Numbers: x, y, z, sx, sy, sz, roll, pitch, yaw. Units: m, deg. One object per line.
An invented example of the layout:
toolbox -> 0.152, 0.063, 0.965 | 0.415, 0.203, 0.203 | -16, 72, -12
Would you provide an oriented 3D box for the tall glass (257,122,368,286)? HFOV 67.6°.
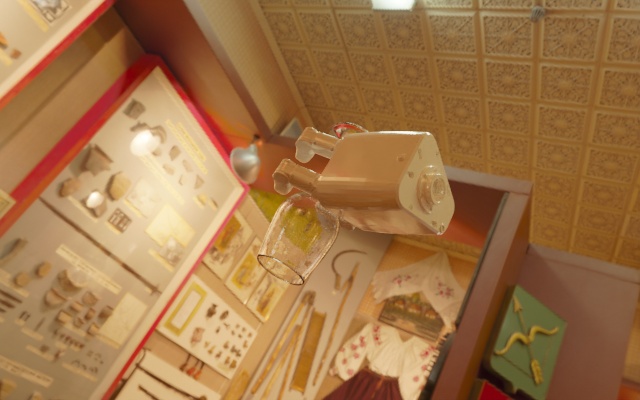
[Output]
tall glass -> 0.000, 0.001, 0.580 | 0.079, 0.201, 0.079 | 25, -26, 13
